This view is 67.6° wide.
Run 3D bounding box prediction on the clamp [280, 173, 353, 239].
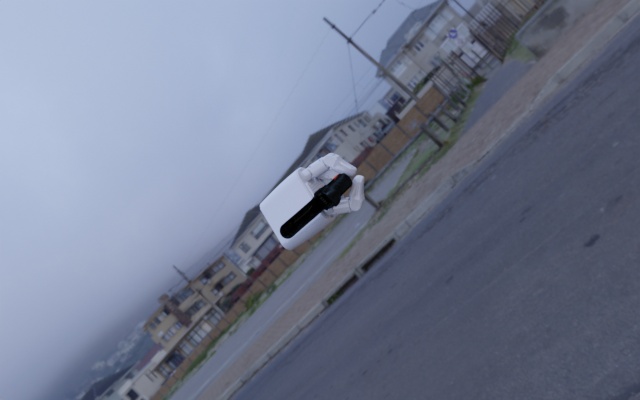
[{"bbox_3d":[0.000,0.002,0.770,0.120,0.039,0.171,-31,5,22],"label":"clamp"}]
